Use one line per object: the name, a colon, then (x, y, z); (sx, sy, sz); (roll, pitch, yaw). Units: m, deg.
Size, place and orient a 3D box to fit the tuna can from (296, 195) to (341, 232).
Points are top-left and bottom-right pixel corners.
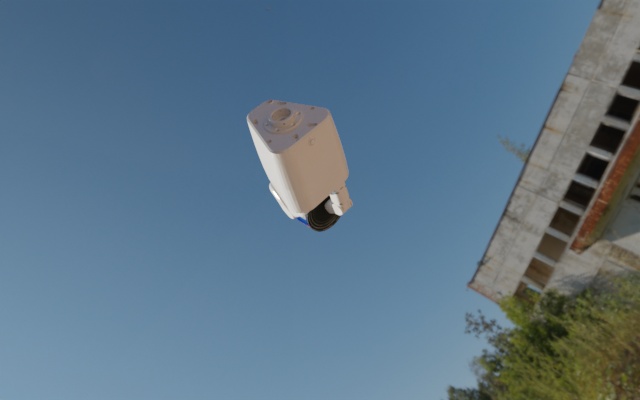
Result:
tuna can: (0.000, 0.002, 0.735); (0.033, 0.086, 0.086); (27, 18, 38)
